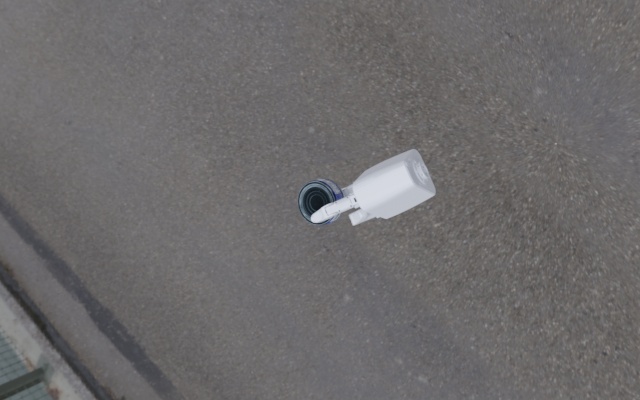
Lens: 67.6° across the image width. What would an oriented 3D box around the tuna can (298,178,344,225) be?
[{"bbox_3d":[0.000,0.003,0.893,0.086,0.086,0.034,0,8,31],"label":"tuna can"}]
